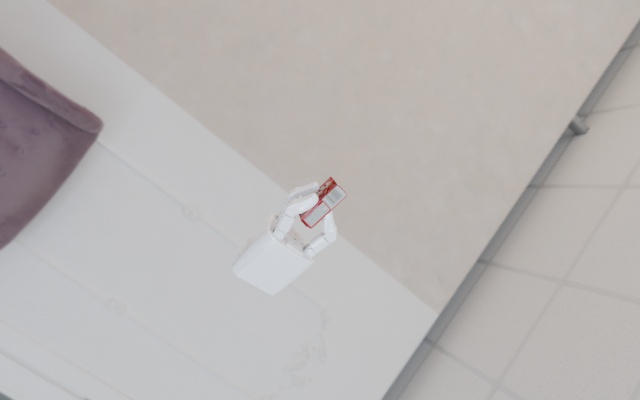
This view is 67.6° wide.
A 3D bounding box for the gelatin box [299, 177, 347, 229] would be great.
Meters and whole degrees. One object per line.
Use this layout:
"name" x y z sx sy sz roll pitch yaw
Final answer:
"gelatin box" 0.001 0.003 0.841 0.089 0.030 0.073 -43 15 4
